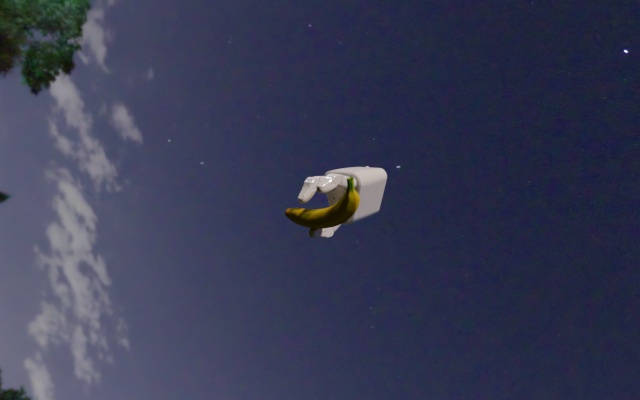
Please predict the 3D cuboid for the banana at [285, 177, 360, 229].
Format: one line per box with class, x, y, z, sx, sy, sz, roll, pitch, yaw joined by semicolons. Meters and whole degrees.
banana;0.010;0.019;0.895;0.198;0.069;0.037;-27;-5;43
